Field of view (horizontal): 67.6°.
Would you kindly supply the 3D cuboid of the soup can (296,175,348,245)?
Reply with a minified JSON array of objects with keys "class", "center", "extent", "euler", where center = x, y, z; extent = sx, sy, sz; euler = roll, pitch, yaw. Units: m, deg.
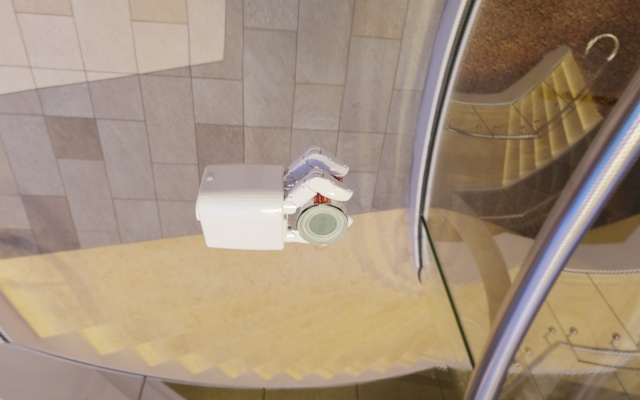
[{"class":"soup can","center":[0.001,0.002,0.640],"extent":[0.068,0.069,0.102],"euler":[0,36,-3]}]
